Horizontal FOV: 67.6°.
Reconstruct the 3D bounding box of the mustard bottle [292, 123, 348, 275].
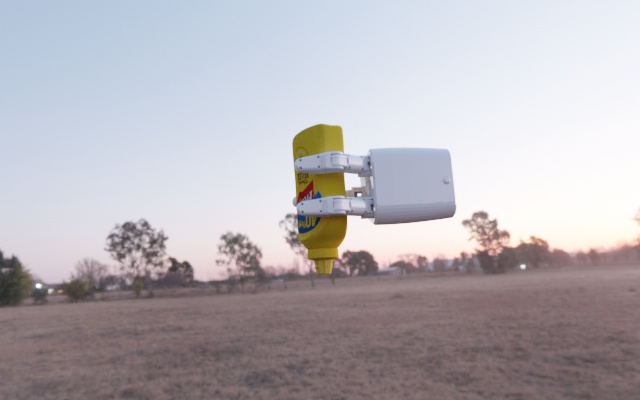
[{"bbox_3d":[0.000,0.002,0.635,0.058,0.191,0.096,2,-10,-29],"label":"mustard bottle"}]
